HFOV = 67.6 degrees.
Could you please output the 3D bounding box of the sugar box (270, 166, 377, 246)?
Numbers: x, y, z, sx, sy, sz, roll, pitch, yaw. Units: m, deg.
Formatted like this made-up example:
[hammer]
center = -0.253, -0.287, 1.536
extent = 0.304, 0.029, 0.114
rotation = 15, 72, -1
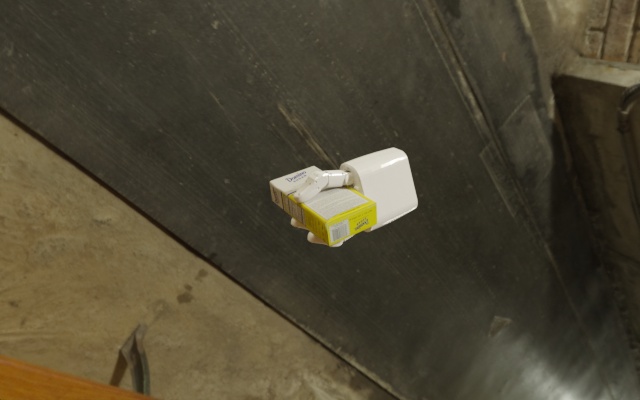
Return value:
[sugar box]
center = 0.000, 0.003, 0.763
extent = 0.093, 0.048, 0.176
rotation = -21, 30, -25
